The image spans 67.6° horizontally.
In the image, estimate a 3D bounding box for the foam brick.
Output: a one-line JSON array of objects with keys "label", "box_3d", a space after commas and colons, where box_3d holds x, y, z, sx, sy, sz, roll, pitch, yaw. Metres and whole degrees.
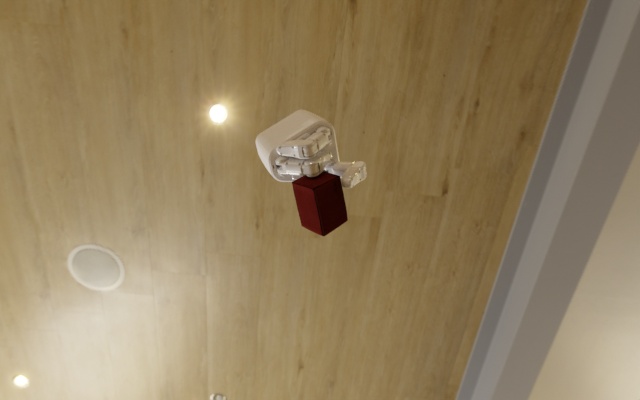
[{"label": "foam brick", "box_3d": [0.000, 0.003, 0.702, 0.053, 0.078, 0.051, -29, 31, -33]}]
